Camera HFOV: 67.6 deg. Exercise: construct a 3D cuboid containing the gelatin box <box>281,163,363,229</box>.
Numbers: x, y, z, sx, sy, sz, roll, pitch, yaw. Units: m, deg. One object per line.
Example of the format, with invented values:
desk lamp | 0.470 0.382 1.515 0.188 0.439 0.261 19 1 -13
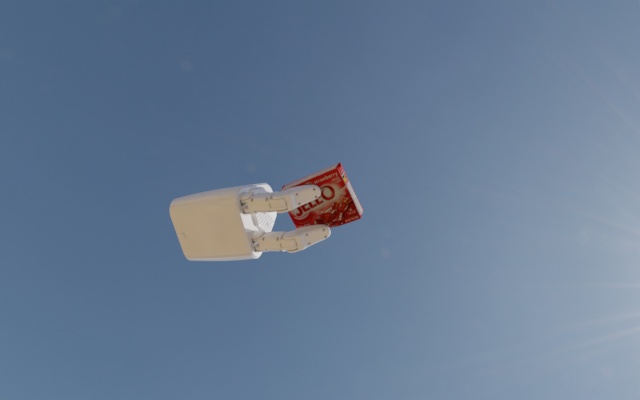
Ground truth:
gelatin box | 0.000 0.002 0.618 0.089 0.073 0.030 -21 15 19
